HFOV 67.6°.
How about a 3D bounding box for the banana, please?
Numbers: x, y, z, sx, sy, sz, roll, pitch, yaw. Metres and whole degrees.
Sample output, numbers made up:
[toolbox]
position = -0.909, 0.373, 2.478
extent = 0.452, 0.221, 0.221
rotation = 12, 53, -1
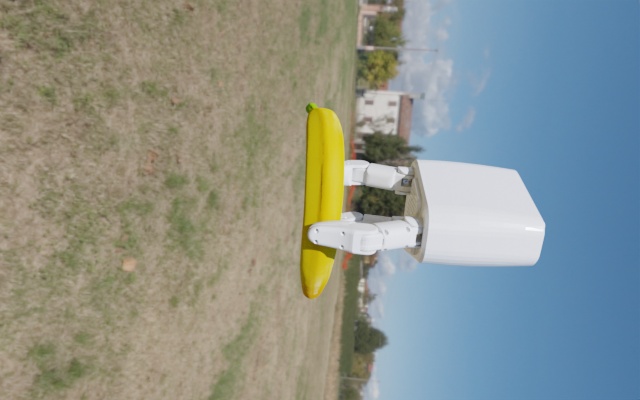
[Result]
[banana]
position = 0.002, -0.004, 0.452
extent = 0.037, 0.198, 0.069
rotation = 3, -5, -4
